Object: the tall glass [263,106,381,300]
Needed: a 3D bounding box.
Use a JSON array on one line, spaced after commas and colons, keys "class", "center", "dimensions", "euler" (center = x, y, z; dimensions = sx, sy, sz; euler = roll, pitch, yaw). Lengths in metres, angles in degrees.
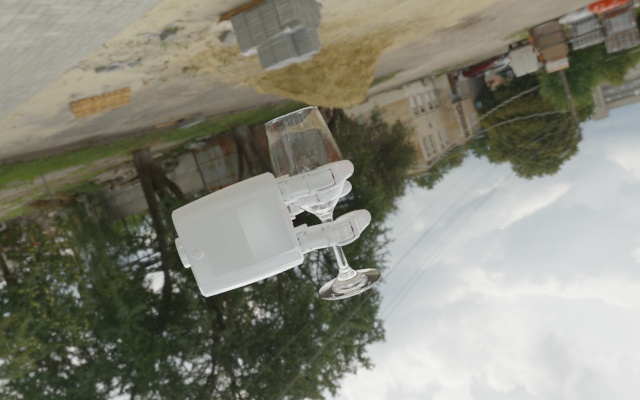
[{"class": "tall glass", "center": [0.000, 0.002, 0.524], "dimensions": [0.079, 0.201, 0.079], "euler": [-19, 8, 3]}]
